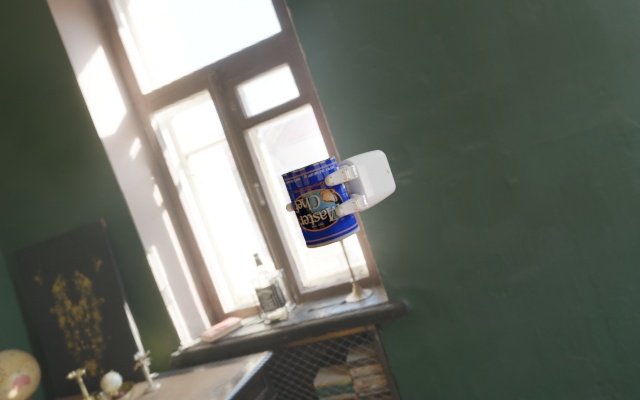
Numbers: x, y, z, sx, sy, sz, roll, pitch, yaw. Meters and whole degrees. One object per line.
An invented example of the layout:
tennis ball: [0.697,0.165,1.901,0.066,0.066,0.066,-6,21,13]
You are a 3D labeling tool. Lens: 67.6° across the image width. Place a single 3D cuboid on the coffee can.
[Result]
coffee can: [0.000,0.003,0.855,0.103,0.140,0.103,-19,5,2]
